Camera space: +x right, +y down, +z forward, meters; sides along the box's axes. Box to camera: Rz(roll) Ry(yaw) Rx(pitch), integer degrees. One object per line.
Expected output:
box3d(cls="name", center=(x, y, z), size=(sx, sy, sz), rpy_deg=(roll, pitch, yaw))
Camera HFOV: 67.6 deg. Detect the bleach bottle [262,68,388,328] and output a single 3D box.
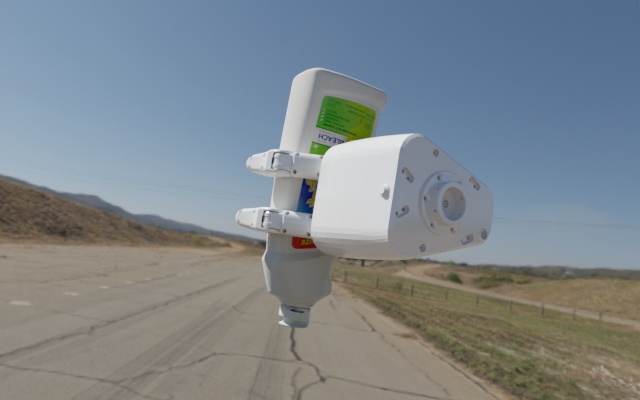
box3d(cls="bleach bottle", center=(0.000, 0.002, 0.488), size=(0.102, 0.251, 0.068), rpy_deg=(13, -7, -30))
